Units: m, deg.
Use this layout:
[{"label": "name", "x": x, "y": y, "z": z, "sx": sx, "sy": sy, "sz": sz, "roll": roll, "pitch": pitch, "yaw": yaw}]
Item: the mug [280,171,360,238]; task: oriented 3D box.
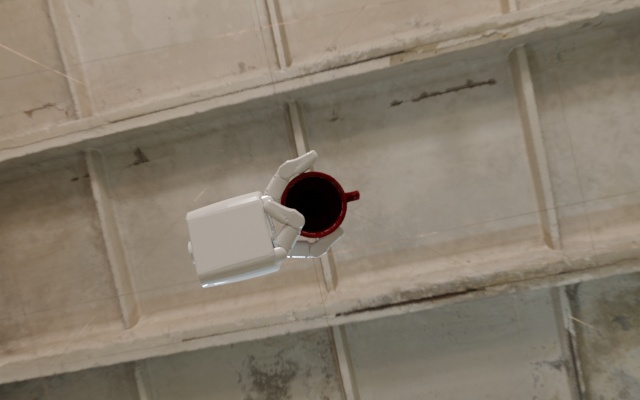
[{"label": "mug", "x": 0.001, "y": 0.002, "z": 0.701, "sx": 0.117, "sy": 0.093, "sz": 0.081, "roll": -15, "pitch": 2, "yaw": -3}]
